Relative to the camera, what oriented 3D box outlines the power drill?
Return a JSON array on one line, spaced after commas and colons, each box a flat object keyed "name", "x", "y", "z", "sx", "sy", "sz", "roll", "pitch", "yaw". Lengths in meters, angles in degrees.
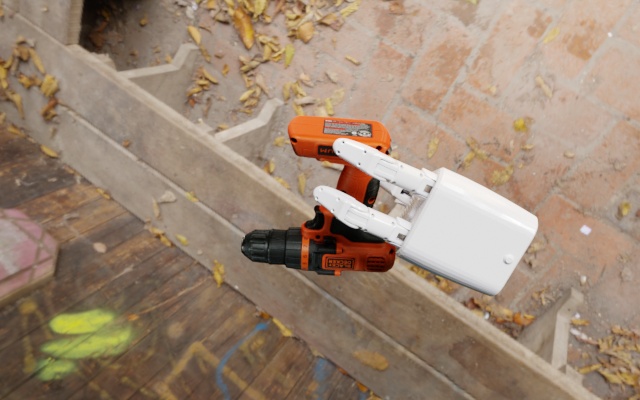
[{"name": "power drill", "x": 0.000, "y": 0.001, "z": 0.534, "sx": 0.184, "sy": 0.188, "sz": 0.057, "roll": 3, "pitch": 35, "yaw": -1}]
